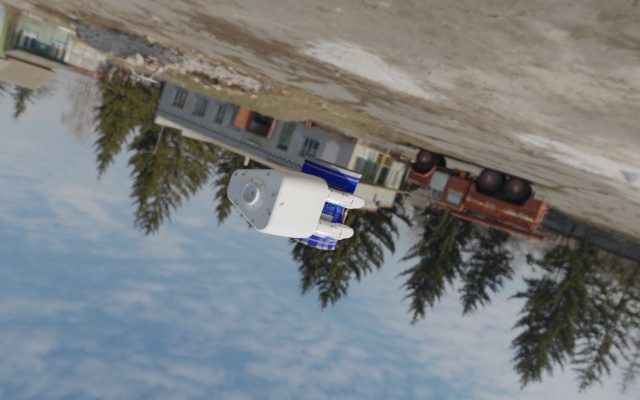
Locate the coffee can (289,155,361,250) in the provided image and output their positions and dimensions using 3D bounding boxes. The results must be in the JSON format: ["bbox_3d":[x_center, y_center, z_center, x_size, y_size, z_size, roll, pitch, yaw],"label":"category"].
[{"bbox_3d":[0.000,0.003,0.834,0.103,0.140,0.103,19,6,-2],"label":"coffee can"}]
